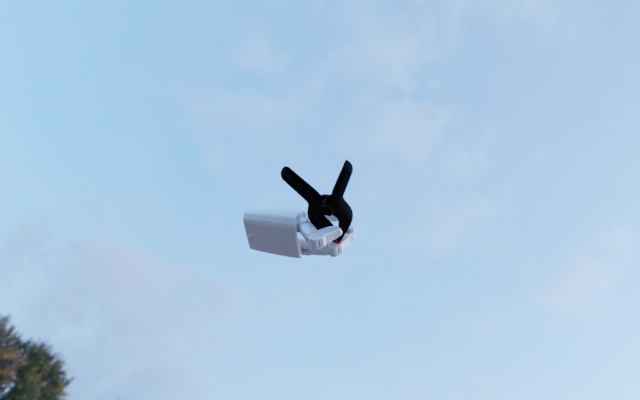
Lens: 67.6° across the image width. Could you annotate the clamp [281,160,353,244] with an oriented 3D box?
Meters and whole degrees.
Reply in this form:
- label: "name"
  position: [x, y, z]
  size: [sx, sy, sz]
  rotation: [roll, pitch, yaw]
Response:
- label: "clamp"
  position: [0.000, 0.002, 0.812]
  size: [0.120, 0.172, 0.039]
  rotation: [6, 39, 17]
